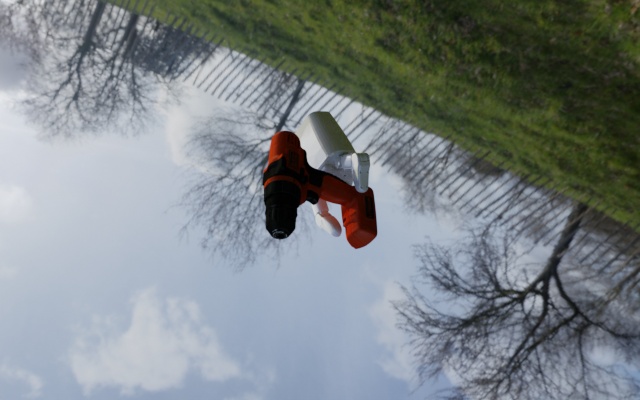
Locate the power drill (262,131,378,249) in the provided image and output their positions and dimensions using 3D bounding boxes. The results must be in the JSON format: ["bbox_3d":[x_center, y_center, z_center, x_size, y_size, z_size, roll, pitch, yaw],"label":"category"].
[{"bbox_3d":[0.000,0.002,0.698,0.188,0.184,0.057,29,-46,-31],"label":"power drill"}]
